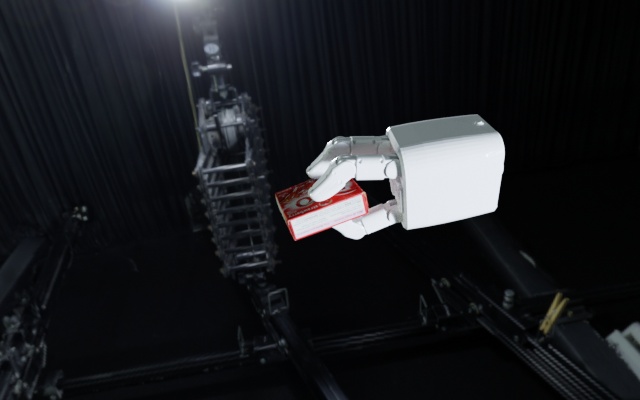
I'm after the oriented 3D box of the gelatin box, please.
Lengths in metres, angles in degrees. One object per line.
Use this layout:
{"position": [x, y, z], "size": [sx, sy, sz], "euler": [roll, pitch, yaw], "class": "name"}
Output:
{"position": [0.000, 0.002, 0.533], "size": [0.089, 0.030, 0.073], "euler": [-21, 29, -7], "class": "gelatin box"}
